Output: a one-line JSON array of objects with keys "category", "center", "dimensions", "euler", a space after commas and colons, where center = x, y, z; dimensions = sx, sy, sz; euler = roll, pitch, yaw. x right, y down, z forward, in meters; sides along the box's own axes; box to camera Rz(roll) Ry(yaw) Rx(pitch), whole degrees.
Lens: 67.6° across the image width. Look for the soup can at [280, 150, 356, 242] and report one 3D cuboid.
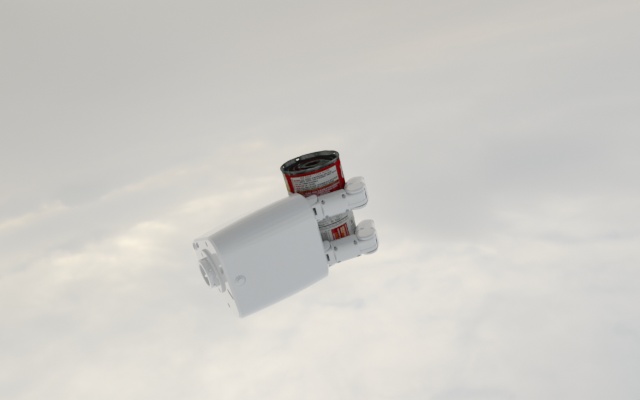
[{"category": "soup can", "center": [0.001, 0.002, 0.544], "dimensions": [0.068, 0.102, 0.068], "euler": [-13, 19, 5]}]
